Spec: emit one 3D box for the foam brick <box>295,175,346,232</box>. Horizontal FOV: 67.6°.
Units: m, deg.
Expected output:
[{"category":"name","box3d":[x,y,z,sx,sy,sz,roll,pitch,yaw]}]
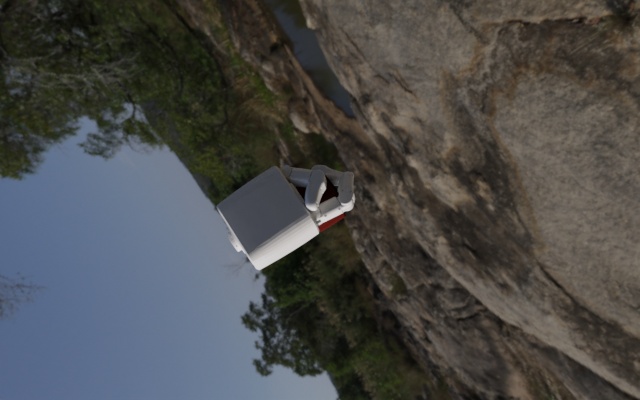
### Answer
[{"category":"foam brick","box3d":[0.000,0.003,0.738,0.051,0.053,0.078,-34,-30,-8]}]
